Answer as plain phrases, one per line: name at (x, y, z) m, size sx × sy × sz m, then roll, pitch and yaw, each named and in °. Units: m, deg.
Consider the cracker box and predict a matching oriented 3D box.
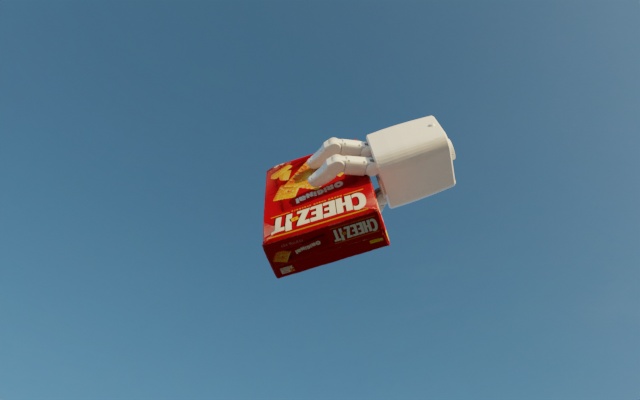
cracker box at (0.000, 0.002, 0.718) m, size 0.164 × 0.072 × 0.213 m, roll -18°, pitch 31°, yaw 7°
